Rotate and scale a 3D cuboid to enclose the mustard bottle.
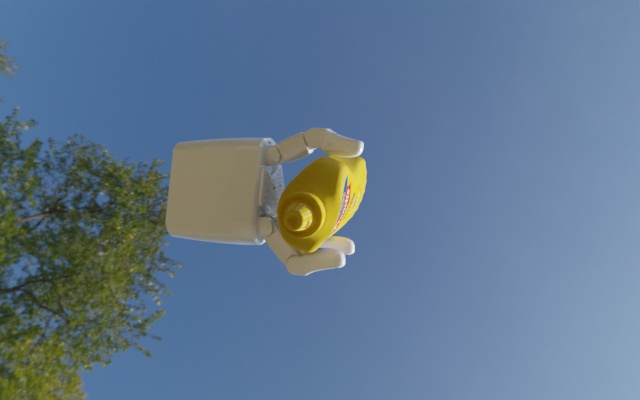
[{"bbox_3d":[0.000,0.002,0.487,0.058,0.096,0.191,26,14,10],"label":"mustard bottle"}]
